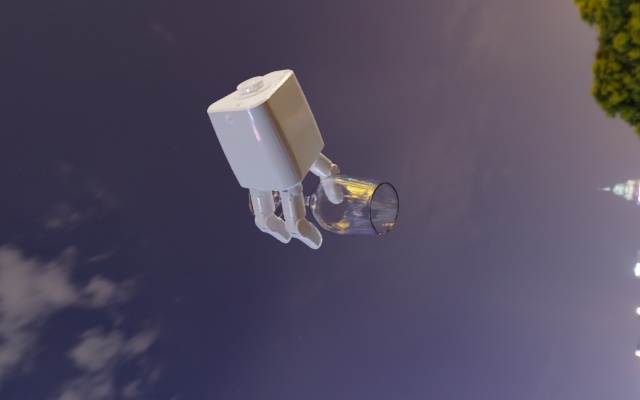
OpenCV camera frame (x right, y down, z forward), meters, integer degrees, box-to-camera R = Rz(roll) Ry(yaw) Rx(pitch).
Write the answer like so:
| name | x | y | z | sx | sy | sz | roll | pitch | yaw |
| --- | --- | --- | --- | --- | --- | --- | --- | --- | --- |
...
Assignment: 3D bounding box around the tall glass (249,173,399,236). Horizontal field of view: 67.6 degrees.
| name | x | y | z | sx | sy | sz | roll | pitch | yaw |
| --- | --- | --- | --- | --- | --- | --- | --- | --- | --- |
| tall glass | 0.000 | 0.002 | 0.623 | 0.201 | 0.079 | 0.079 | 6 | 4 | 40 |
